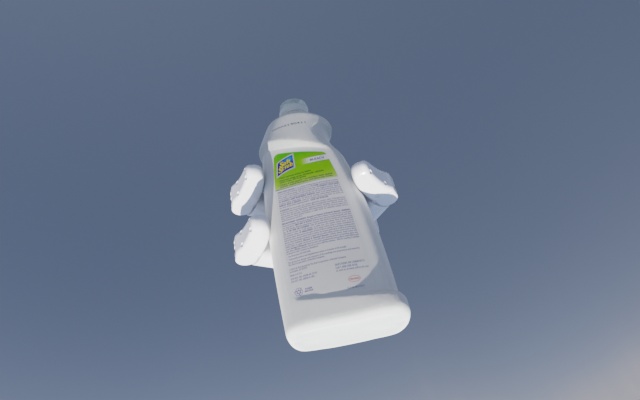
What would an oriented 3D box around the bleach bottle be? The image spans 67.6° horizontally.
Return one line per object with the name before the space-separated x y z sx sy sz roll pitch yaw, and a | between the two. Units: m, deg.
bleach bottle | 0.000 0.001 0.440 0.102 0.250 0.068 -11 -34 -1
